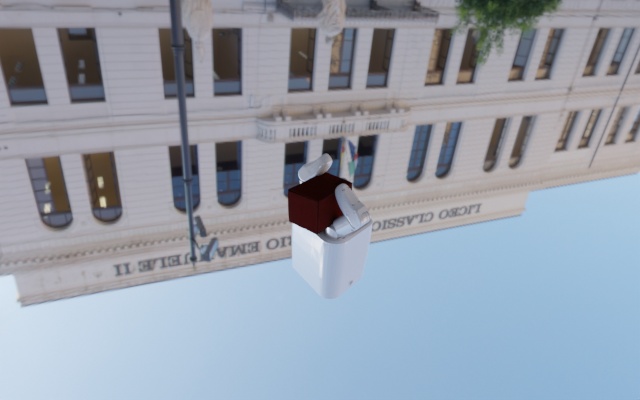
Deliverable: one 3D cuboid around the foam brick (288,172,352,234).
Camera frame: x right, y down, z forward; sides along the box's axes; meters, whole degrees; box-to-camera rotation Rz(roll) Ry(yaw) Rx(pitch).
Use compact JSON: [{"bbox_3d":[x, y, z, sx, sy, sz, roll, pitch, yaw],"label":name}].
[{"bbox_3d":[0.000,0.002,0.649,0.053,0.051,0.078,24,35,32],"label":"foam brick"}]
